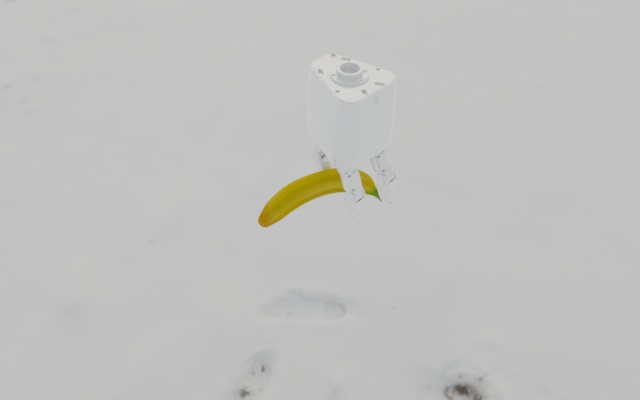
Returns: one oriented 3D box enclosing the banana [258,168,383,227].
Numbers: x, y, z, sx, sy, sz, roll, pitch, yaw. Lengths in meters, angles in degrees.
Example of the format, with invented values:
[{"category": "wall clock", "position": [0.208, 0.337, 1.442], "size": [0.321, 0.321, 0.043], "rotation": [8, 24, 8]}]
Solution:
[{"category": "banana", "position": [-0.002, -0.012, 0.710], "size": [0.198, 0.069, 0.037], "rotation": [-13, -39, -12]}]
